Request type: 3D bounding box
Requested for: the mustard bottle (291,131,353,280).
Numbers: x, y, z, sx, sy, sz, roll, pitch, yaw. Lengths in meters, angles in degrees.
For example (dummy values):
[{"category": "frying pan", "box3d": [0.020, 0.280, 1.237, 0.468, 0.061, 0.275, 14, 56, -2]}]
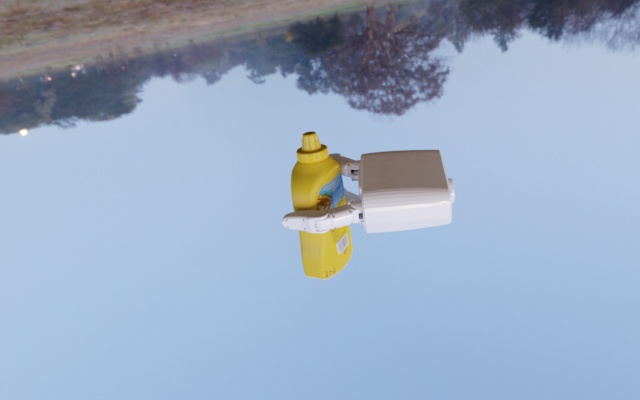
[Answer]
[{"category": "mustard bottle", "box3d": [0.000, 0.002, 0.637, 0.058, 0.192, 0.096, 6, 28, 29]}]
